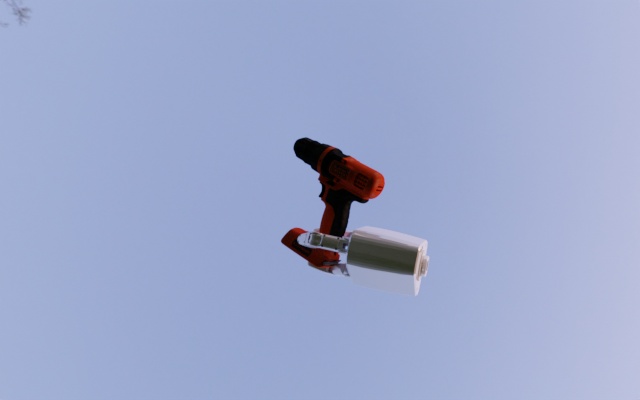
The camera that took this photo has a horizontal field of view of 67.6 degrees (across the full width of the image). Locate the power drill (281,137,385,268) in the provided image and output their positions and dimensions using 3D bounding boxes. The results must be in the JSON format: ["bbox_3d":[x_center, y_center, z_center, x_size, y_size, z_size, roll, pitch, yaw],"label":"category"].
[{"bbox_3d":[0.000,0.003,0.800,0.184,0.188,0.057,31,18,34],"label":"power drill"}]
